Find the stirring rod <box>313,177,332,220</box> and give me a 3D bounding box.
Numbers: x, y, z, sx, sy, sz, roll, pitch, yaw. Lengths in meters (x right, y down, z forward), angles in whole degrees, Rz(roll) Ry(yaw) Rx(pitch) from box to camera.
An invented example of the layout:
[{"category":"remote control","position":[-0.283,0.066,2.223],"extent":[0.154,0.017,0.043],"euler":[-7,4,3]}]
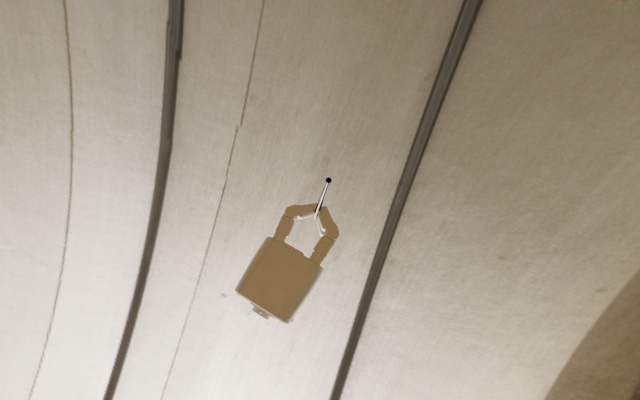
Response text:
[{"category":"stirring rod","position":[0.000,0.002,0.741],"extent":[0.011,0.011,0.239],"euler":[0,-14,-5]}]
